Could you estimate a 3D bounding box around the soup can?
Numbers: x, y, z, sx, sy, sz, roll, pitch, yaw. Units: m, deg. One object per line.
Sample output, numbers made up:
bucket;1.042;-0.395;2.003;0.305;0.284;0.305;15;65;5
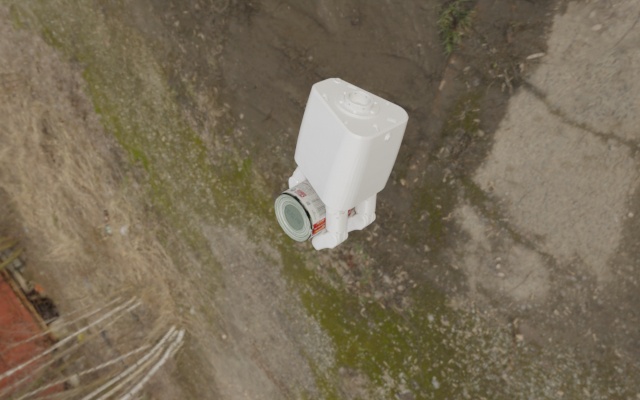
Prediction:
soup can;0.000;0.002;0.619;0.102;0.068;0.068;-30;19;-37
